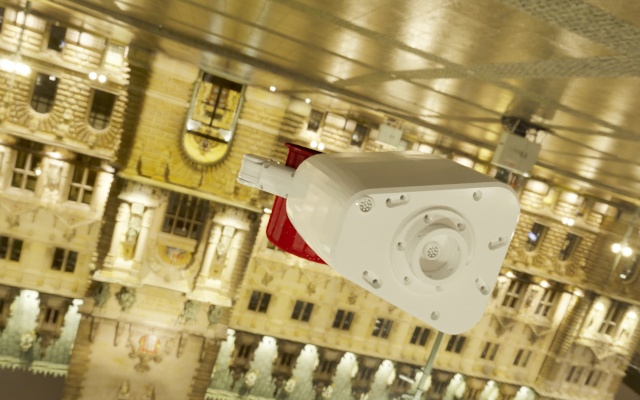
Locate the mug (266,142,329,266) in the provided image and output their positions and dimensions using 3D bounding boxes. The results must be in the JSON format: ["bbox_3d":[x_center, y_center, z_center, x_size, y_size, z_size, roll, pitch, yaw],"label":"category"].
[{"bbox_3d":[0.000,0.001,0.413,0.093,0.081,0.117,15,8,-17],"label":"mug"}]
